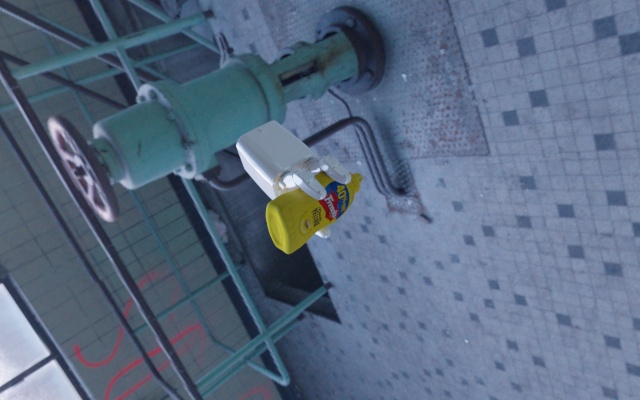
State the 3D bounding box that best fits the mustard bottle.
[{"bbox_3d":[0.000,0.003,0.795,0.191,0.096,0.058,-33,42,-31],"label":"mustard bottle"}]
